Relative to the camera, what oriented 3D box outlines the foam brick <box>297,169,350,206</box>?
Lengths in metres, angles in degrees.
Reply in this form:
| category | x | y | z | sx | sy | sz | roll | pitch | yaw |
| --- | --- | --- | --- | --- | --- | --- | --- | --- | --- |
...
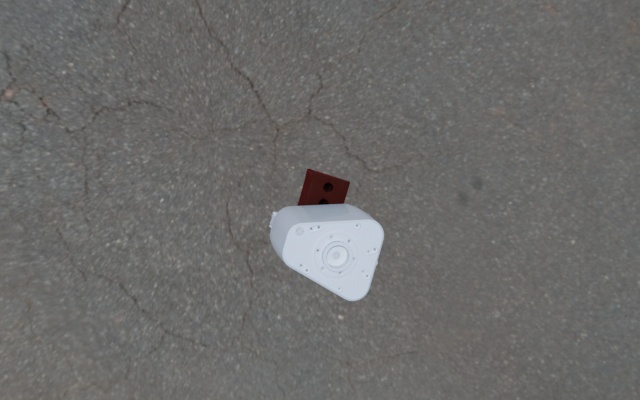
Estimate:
| category | x | y | z | sx | sy | sz | roll | pitch | yaw |
| --- | --- | --- | --- | --- | --- | --- | --- | --- | --- |
| foam brick | 0.000 | 0.002 | 0.639 | 0.053 | 0.078 | 0.051 | 15 | 3 | -12 |
